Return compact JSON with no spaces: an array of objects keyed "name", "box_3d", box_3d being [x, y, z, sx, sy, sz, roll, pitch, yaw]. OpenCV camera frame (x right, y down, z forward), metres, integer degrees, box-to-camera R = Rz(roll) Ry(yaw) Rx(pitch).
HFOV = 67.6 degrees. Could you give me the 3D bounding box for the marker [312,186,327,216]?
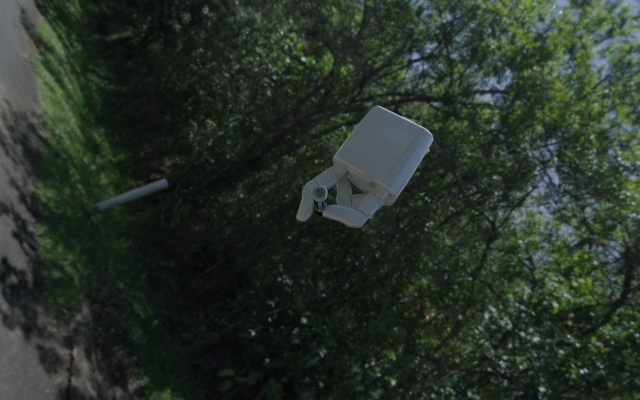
[{"name":"marker","box_3d":[0.000,0.002,0.656,0.020,0.020,0.121,0,-12,1]}]
